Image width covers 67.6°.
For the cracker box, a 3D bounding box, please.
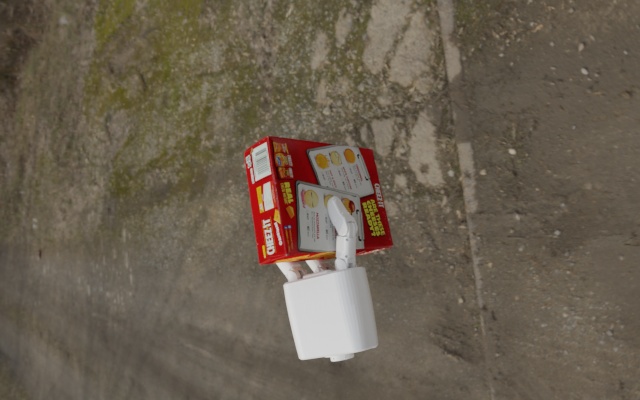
[{"bbox_3d":[0.000,0.002,0.702,0.214,0.164,0.072,1,-16,-43],"label":"cracker box"}]
